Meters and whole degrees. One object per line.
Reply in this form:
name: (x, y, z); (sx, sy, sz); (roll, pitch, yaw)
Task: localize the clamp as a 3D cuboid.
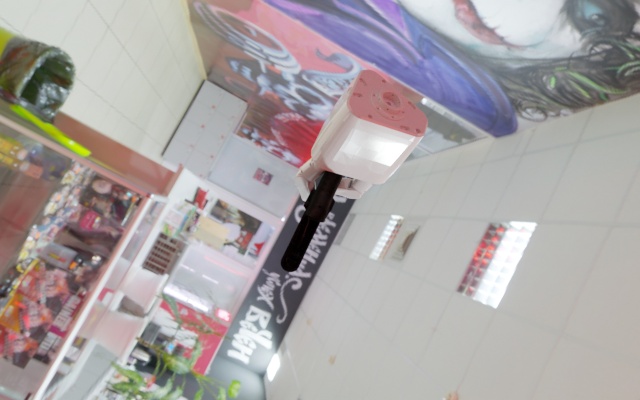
clamp: (0.001, 0.002, 0.624); (0.039, 0.171, 0.120); (28, -38, -7)
